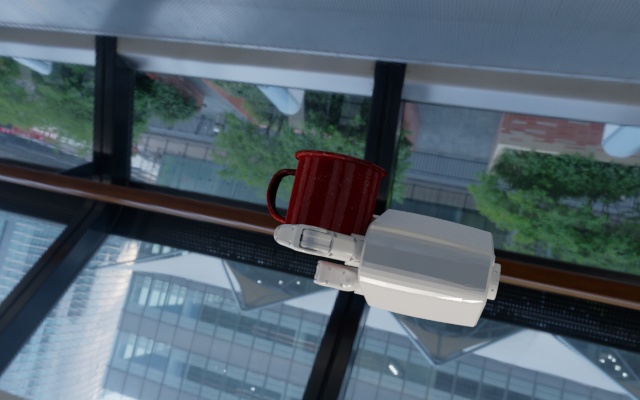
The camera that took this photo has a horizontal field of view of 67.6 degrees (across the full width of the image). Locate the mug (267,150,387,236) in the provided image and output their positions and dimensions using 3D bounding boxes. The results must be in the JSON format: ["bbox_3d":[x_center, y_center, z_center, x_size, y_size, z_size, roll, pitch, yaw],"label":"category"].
[{"bbox_3d":[-0.001,0.001,0.468,0.117,0.081,0.093,10,-7,18],"label":"mug"}]
